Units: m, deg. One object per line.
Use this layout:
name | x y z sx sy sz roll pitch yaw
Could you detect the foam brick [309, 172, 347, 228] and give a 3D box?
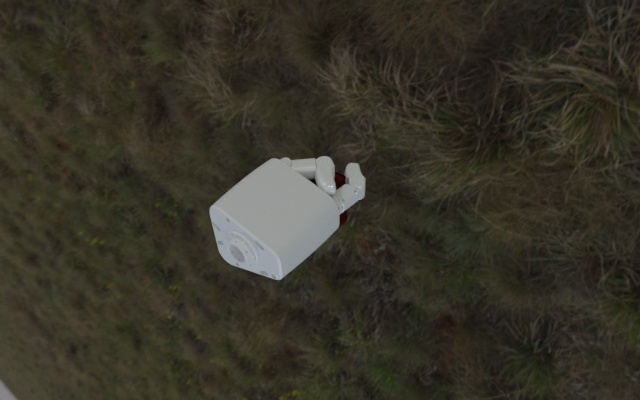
foam brick | 0.000 0.002 0.632 0.053 0.078 0.051 24 47 28
